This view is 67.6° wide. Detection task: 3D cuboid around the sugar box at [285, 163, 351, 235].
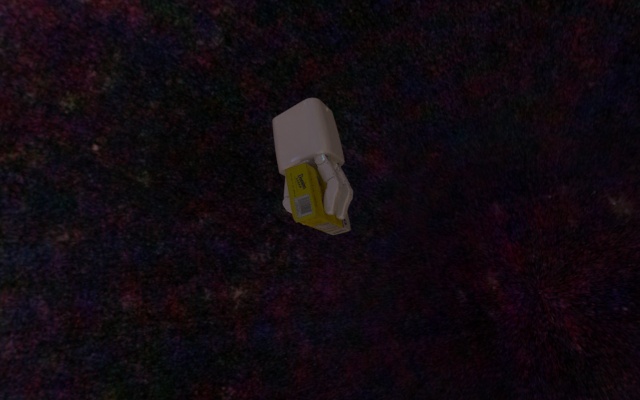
[{"bbox_3d":[0.001,0.002,0.840,0.048,0.093,0.176,-17,-16,21],"label":"sugar box"}]
